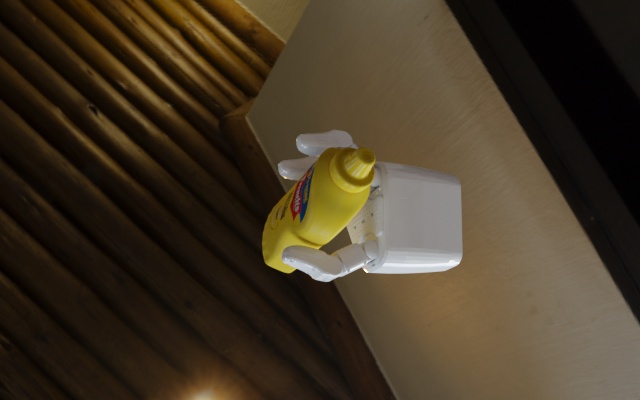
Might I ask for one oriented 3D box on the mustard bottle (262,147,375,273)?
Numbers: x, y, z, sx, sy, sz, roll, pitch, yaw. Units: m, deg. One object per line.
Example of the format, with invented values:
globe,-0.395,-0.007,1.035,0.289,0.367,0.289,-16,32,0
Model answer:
mustard bottle,0.000,0.002,0.481,0.058,0.096,0.192,26,-34,-14
